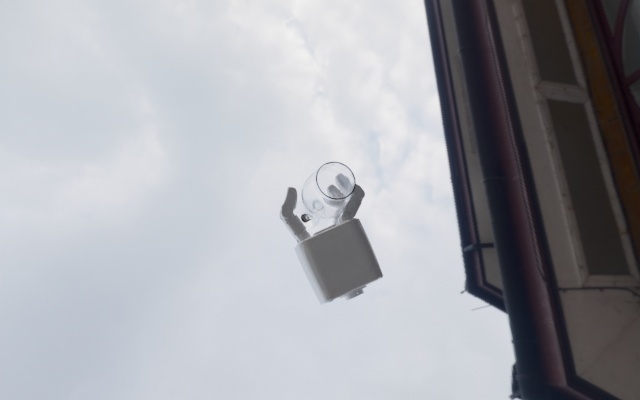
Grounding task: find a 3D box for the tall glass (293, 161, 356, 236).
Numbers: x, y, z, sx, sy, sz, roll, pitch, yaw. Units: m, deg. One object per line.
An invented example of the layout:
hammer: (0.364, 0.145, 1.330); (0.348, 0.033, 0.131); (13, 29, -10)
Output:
tall glass: (0.000, 0.003, 0.800); (0.079, 0.079, 0.201); (0, -20, -14)
